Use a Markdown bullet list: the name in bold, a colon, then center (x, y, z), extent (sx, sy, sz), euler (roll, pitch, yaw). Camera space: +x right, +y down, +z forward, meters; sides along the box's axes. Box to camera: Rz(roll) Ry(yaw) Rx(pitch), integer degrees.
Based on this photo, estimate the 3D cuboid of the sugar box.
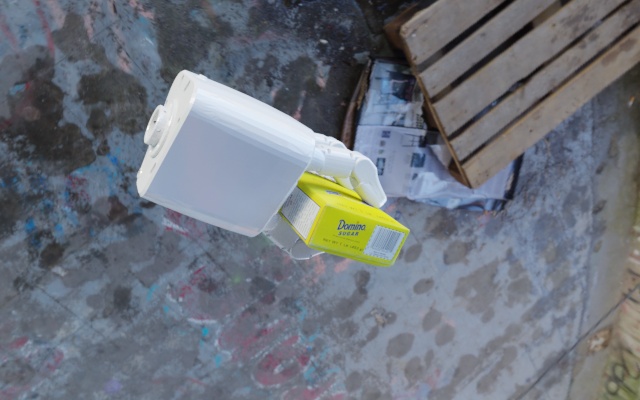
- **sugar box**: center (0.000, 0.001, 0.473), extent (0.093, 0.048, 0.176), euler (18, 14, -30)
